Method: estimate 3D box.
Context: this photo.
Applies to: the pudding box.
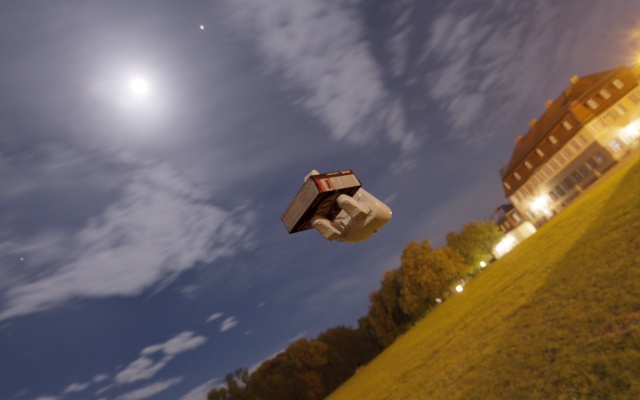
[{"bbox_3d":[0.000,0.002,0.759,0.090,0.039,0.113,-12,-31,-41],"label":"pudding box"}]
